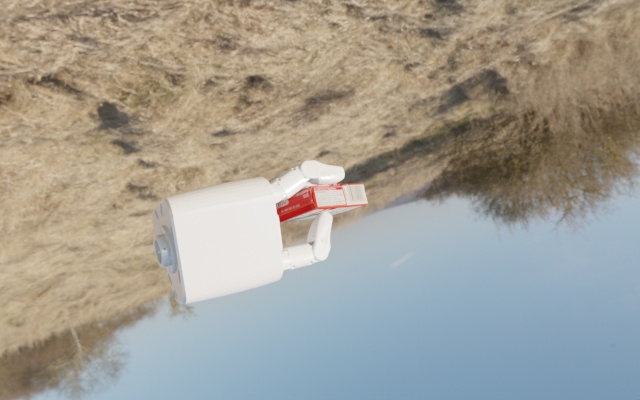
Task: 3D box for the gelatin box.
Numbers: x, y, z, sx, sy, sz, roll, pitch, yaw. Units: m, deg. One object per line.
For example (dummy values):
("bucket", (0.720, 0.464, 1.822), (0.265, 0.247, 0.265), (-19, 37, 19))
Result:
("gelatin box", (0.000, 0.002, 0.576), (0.089, 0.030, 0.073), (-4, -11, -42))
